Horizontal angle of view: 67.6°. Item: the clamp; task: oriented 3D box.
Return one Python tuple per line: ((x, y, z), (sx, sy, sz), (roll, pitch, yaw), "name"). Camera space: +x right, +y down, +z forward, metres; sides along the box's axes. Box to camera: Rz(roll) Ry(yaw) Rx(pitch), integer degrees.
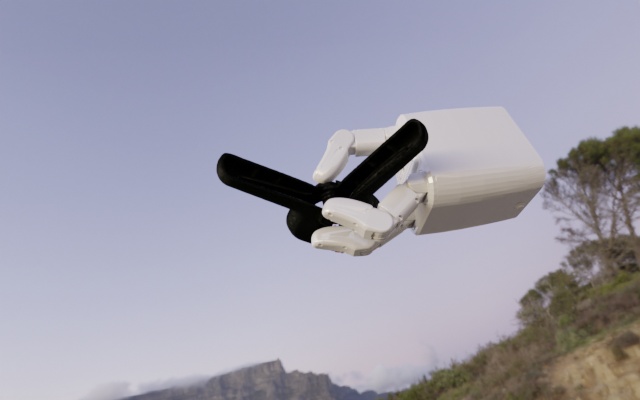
((0.000, 0.001, 0.444), (0.164, 0.036, 0.210), (-6, -27, -4), "clamp")
